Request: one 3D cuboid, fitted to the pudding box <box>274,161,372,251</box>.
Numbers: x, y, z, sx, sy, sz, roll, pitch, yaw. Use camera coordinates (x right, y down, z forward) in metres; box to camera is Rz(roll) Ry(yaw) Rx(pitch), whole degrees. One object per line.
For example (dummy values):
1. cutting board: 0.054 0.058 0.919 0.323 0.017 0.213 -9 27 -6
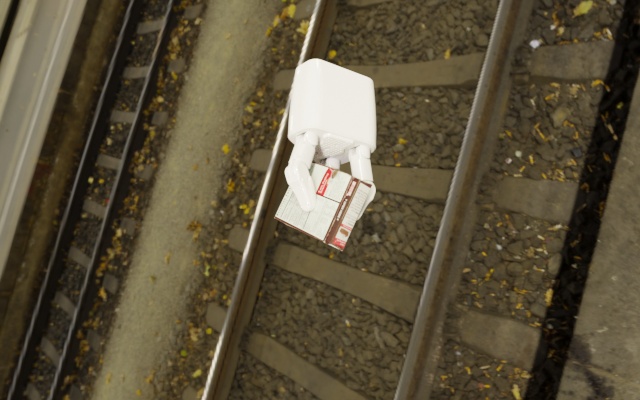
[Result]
1. pudding box: 0.000 0.002 0.605 0.039 0.090 0.113 25 -1 -40
